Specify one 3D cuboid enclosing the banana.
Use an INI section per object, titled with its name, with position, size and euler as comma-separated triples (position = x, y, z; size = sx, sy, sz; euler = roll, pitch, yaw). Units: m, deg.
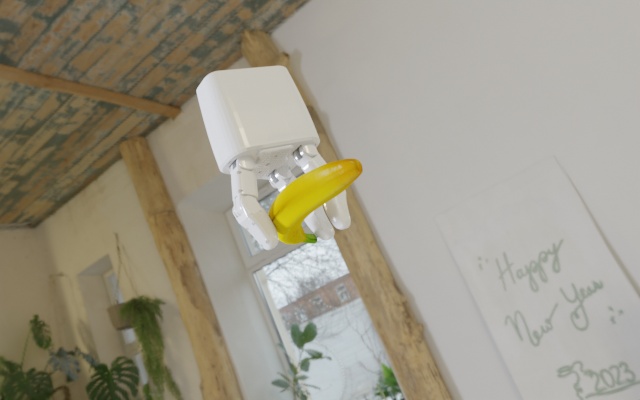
[banana]
position = -0.018, 0.007, 0.497
size = 0.069, 0.037, 0.198
euler = -13, -19, -20
